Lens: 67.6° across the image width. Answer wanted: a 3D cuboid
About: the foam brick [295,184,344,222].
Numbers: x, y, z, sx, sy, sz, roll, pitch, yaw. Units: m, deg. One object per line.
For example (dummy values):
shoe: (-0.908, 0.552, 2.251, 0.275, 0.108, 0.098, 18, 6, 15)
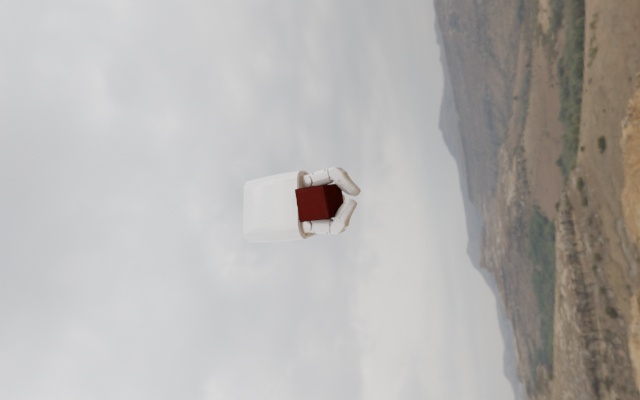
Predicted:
foam brick: (0.000, 0.002, 0.753, 0.051, 0.053, 0.078, -7, 1, 21)
